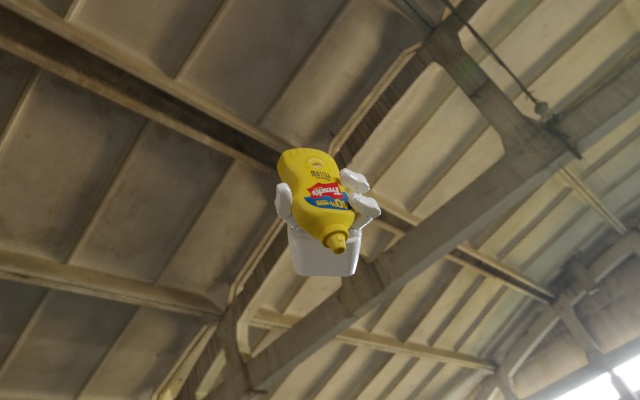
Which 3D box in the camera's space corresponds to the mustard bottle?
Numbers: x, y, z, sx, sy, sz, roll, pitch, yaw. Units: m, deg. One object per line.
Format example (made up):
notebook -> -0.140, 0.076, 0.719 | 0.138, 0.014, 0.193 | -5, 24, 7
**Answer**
mustard bottle -> 0.000, 0.002, 0.720 | 0.096, 0.191, 0.058 | 7, -48, -28
